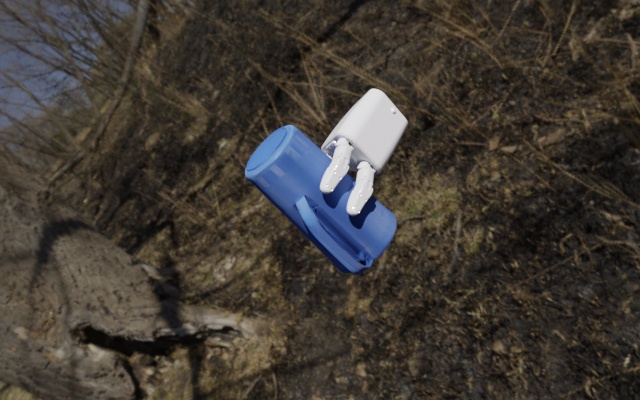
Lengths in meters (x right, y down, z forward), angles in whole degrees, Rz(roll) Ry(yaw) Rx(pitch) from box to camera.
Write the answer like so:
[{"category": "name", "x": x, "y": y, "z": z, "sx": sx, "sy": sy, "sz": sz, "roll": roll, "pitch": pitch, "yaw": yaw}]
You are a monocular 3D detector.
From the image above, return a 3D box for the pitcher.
[{"category": "pitcher", "x": 0.000, "y": 0.002, "z": 0.759, "sx": 0.243, "sy": 0.145, "sz": 0.149, "roll": 43, "pitch": -21, "yaw": -23}]
